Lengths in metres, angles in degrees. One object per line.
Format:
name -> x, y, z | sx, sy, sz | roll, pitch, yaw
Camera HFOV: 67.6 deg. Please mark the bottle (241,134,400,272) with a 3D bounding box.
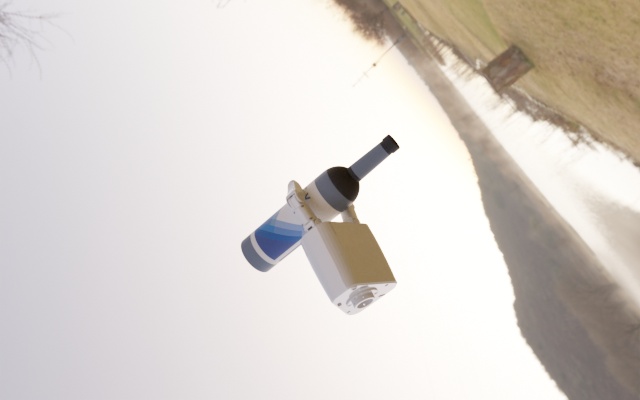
bottle -> 0.000, 0.003, 0.739 | 0.296, 0.069, 0.069 | -40, -15, 19
